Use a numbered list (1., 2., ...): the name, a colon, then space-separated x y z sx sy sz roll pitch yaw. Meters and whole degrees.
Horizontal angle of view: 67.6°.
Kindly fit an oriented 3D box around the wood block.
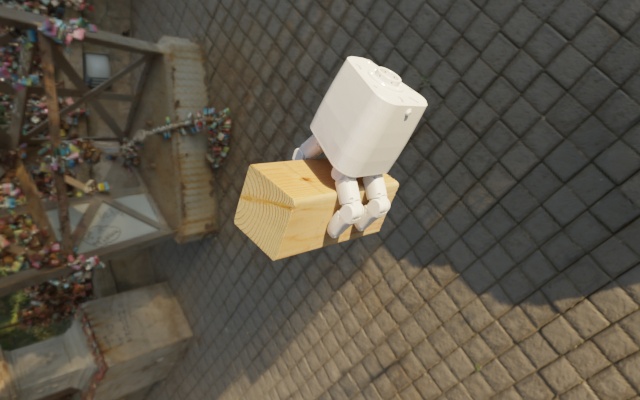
1. wood block: 0.000 0.002 0.648 0.206 0.090 0.090 -10 38 -45
